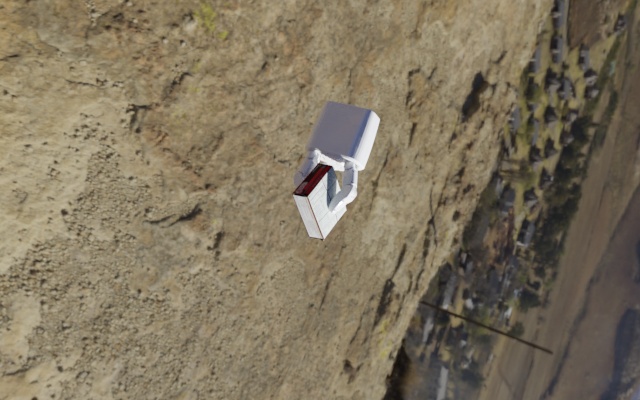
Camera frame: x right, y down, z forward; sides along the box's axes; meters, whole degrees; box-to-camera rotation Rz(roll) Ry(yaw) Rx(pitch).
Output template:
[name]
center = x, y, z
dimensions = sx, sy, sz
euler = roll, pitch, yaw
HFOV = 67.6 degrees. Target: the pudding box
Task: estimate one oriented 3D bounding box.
[pudding box]
center = 0.000, 0.003, 0.872
dimensions = 0.039, 0.114, 0.090
euler = 11, 47, 36
